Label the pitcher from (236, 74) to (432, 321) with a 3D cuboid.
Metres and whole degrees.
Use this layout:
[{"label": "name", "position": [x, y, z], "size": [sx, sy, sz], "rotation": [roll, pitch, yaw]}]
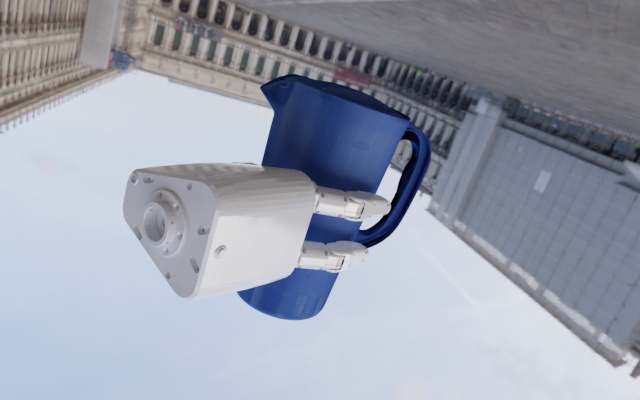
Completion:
[{"label": "pitcher", "position": [0.000, 0.002, 0.505], "size": [0.149, 0.243, 0.145], "rotation": [29, 20, 28]}]
